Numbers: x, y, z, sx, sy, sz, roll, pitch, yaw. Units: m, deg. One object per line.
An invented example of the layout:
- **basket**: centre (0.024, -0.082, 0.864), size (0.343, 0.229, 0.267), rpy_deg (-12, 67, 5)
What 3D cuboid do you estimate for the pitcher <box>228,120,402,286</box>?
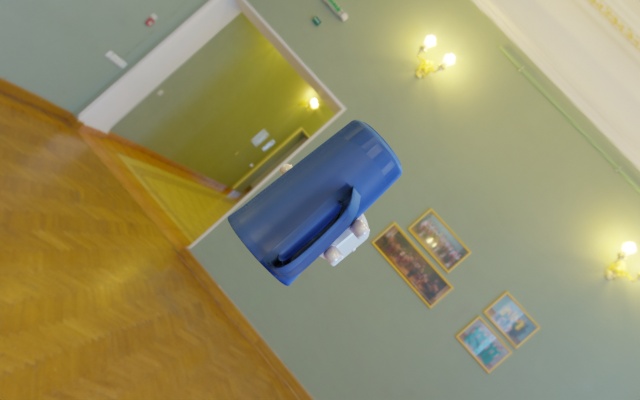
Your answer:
- **pitcher**: centre (0.000, 0.002, 0.684), size (0.243, 0.149, 0.145), rpy_deg (-41, -20, -1)
